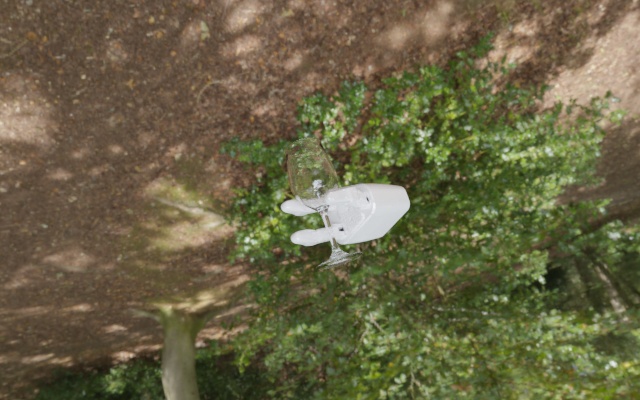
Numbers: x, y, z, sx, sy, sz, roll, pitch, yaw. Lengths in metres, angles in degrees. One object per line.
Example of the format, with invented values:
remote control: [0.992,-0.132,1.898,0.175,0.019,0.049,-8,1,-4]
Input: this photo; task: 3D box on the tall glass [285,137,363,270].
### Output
tall glass: [0.000,0.003,0.757,0.079,0.201,0.079,-17,-16,-5]
